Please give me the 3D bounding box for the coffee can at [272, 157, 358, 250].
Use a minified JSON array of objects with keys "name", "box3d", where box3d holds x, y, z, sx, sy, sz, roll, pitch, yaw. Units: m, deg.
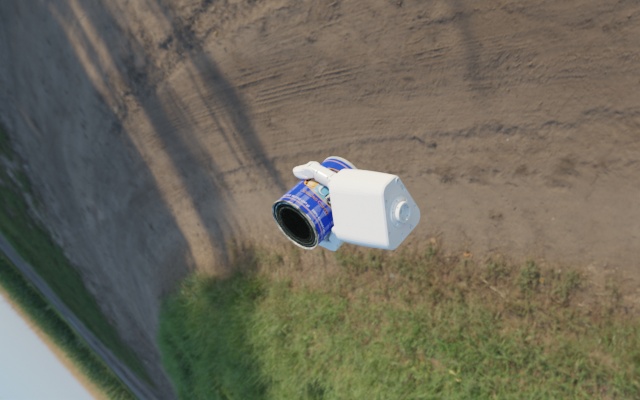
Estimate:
[{"name":"coffee can","box3d":[0.000,0.003,0.832,0.103,0.103,0.140,0,34,50]}]
